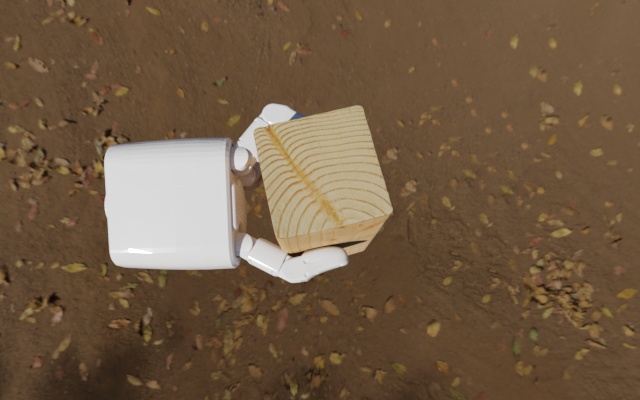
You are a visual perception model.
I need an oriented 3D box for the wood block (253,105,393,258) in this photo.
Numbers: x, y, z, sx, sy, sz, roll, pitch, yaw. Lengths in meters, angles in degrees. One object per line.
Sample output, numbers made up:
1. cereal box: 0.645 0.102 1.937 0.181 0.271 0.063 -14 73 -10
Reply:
1. wood block: 0.000 0.002 0.455 0.090 0.090 0.206 -13 -13 -3
